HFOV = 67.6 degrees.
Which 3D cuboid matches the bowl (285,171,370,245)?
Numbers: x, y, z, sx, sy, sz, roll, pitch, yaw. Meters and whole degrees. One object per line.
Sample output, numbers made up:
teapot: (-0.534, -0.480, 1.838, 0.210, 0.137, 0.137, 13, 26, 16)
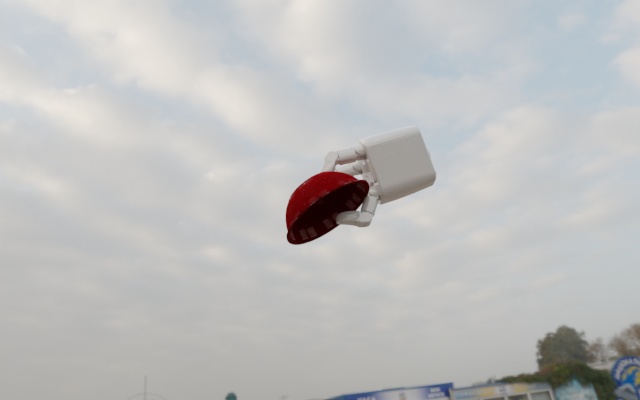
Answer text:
bowl: (-0.001, 0.003, 0.782, 0.162, 0.055, 0.162, -31, -21, -14)
